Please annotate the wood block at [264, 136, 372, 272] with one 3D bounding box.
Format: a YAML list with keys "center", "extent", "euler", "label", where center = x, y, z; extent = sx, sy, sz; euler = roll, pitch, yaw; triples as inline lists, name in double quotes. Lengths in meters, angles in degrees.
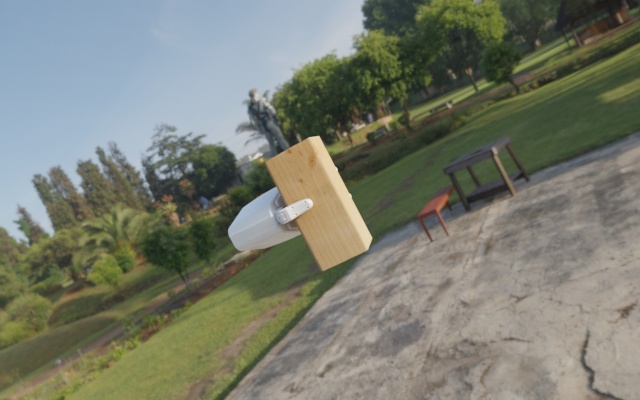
- center: [0.000, 0.003, 0.818]
  extent: [0.090, 0.206, 0.091]
  euler: [-27, 3, 15]
  label: "wood block"
